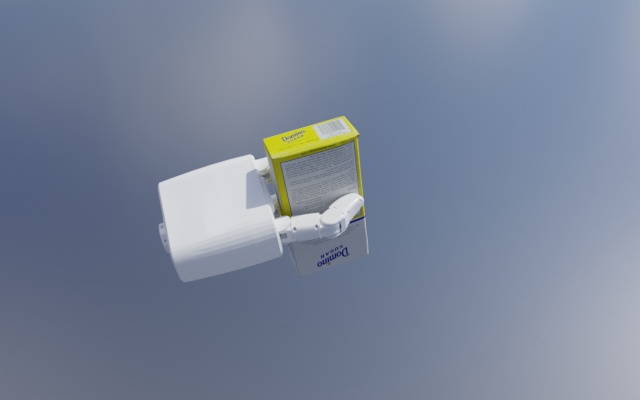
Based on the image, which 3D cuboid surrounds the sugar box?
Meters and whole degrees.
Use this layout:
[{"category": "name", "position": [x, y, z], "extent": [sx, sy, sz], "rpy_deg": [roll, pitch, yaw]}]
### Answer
[{"category": "sugar box", "position": [0.000, 0.001, 0.534], "extent": [0.093, 0.176, 0.048], "rpy_deg": [-17, 43, -10]}]
